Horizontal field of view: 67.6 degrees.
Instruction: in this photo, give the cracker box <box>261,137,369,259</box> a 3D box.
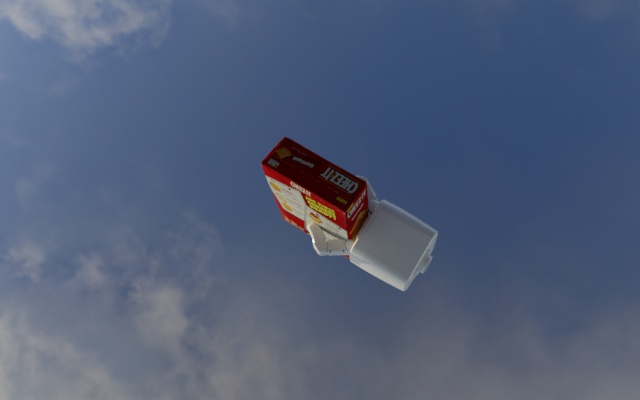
[{"bbox_3d":[0.000,0.003,0.827,0.164,0.072,0.214,30,-20,19],"label":"cracker box"}]
